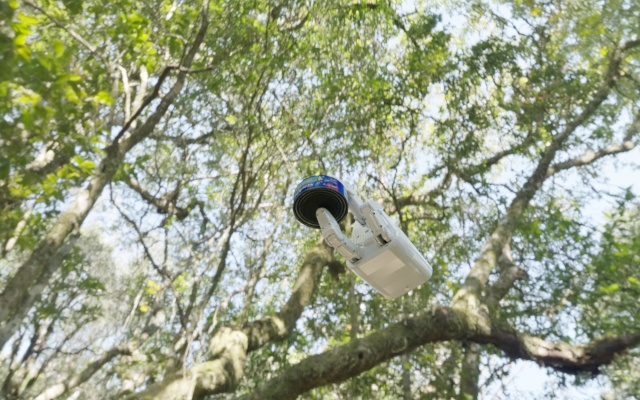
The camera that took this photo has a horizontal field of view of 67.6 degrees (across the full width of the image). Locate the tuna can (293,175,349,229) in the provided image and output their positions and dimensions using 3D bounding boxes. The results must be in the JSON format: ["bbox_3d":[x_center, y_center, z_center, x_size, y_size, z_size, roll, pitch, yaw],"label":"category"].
[{"bbox_3d":[0.000,0.002,0.739,0.086,0.086,0.033,0,41,-1],"label":"tuna can"}]
